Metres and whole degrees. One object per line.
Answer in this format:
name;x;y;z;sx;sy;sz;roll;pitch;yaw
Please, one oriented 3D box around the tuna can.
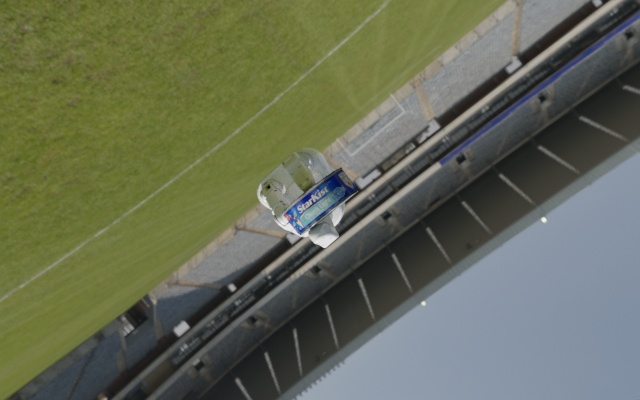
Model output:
tuna can;0.000;0.002;0.539;0.086;0.034;0.086;-38;-3;-2
